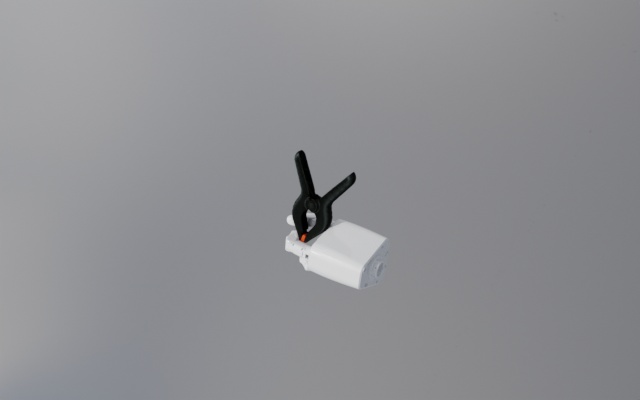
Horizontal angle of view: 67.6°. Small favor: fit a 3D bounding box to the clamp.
[{"bbox_3d":[0.000,0.003,0.861,0.120,0.171,0.039,19,26,29],"label":"clamp"}]
